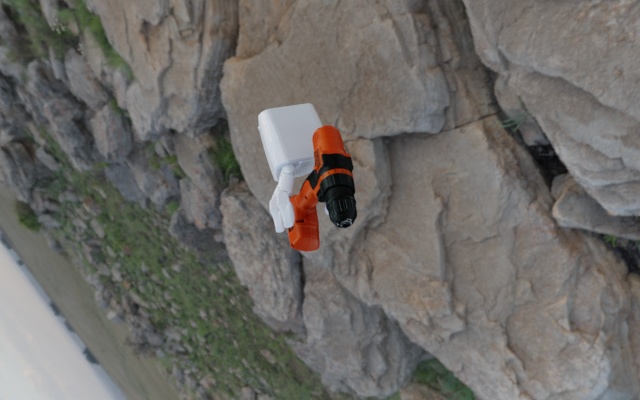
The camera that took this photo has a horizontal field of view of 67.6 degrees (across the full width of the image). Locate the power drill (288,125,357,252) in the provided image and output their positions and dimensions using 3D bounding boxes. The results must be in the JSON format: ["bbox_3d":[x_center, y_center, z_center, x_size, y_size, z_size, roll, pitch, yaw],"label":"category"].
[{"bbox_3d":[0.000,0.003,0.763,0.057,0.184,0.188,8,-40,-20],"label":"power drill"}]
